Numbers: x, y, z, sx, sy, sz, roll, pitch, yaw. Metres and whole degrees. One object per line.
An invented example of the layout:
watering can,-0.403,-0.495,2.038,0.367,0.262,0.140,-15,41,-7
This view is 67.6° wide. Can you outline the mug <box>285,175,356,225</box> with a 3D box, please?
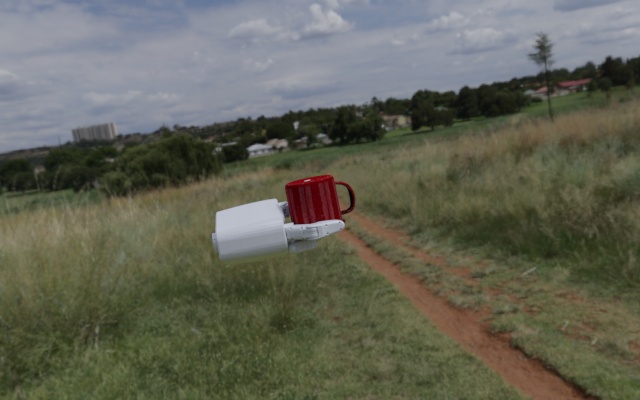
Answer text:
mug,0.001,0.002,0.780,0.117,0.081,0.093,-12,8,-7
